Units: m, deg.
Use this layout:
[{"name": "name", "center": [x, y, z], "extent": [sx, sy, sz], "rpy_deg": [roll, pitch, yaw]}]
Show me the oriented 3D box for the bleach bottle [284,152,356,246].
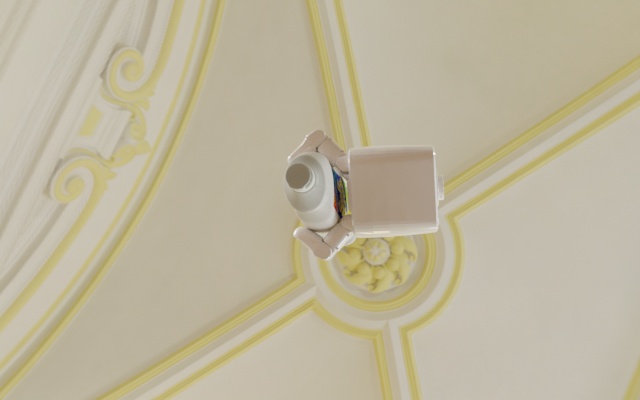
[{"name": "bleach bottle", "center": [0.000, 0.002, 0.630], "extent": [0.068, 0.102, 0.251], "rpy_deg": [-3, -10, 11]}]
